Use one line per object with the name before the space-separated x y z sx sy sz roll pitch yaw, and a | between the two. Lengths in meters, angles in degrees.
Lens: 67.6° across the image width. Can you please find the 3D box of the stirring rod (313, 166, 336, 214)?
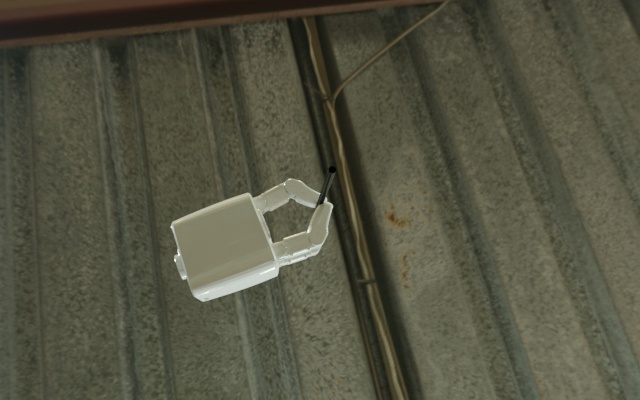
stirring rod | 0.000 0.002 0.604 0.011 0.011 0.239 0 -16 -6
